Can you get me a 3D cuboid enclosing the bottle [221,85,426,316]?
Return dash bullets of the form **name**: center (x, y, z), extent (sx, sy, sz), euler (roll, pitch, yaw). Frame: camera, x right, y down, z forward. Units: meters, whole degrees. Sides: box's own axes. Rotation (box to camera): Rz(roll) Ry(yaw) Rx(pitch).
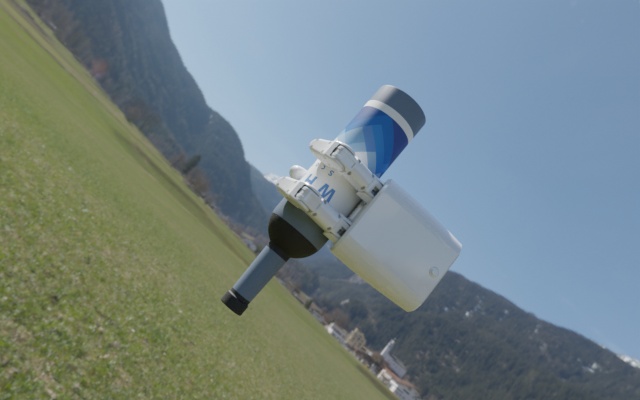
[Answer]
- **bottle**: center (0.000, 0.001, 0.523), extent (0.069, 0.295, 0.069), euler (39, -10, 8)
